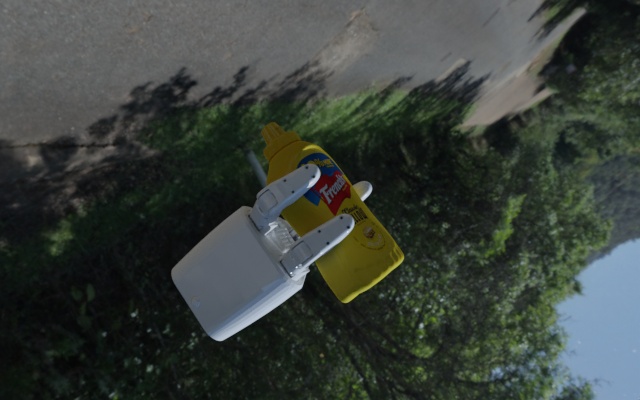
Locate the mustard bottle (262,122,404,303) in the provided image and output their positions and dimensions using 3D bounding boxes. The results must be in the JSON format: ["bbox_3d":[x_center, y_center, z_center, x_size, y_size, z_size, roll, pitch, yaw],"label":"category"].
[{"bbox_3d":[0.000,0.002,0.480,0.058,0.191,0.096,-42,-11,37],"label":"mustard bottle"}]
